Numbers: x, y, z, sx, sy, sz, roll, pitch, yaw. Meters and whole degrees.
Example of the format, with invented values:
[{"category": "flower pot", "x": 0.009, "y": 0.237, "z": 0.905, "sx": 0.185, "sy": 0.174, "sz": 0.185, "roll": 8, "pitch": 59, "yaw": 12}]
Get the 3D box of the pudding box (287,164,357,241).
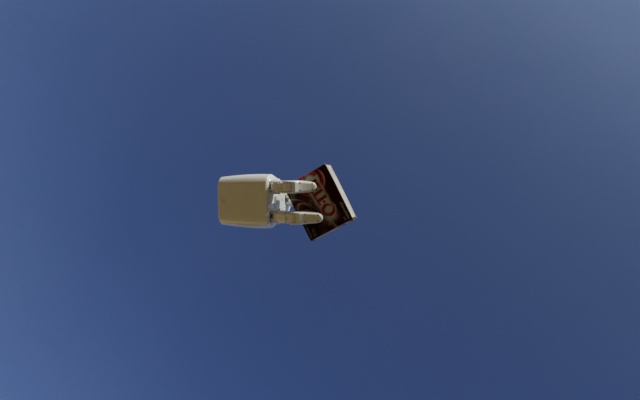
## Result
[{"category": "pudding box", "x": 0.000, "y": 0.003, "z": 0.861, "sx": 0.090, "sy": 0.113, "sz": 0.039, "roll": -29, "pitch": -5, "yaw": 18}]
